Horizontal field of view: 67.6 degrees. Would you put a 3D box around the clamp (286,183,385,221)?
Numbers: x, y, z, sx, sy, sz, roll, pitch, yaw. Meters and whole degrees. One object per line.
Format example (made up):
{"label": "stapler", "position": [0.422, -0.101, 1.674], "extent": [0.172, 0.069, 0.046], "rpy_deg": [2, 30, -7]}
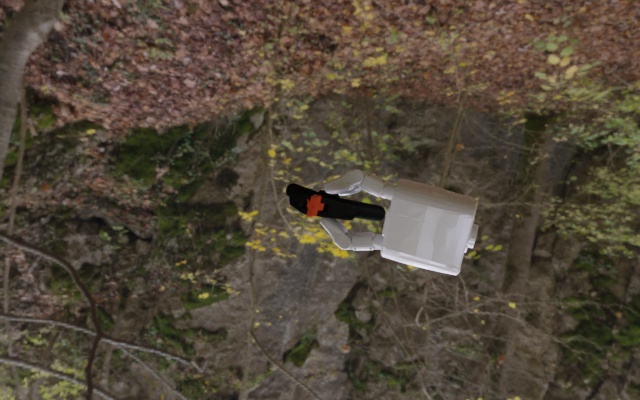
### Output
{"label": "clamp", "position": [0.000, 0.003, 0.688], "extent": [0.164, 0.036, 0.210], "rpy_deg": [14, 4, 16]}
